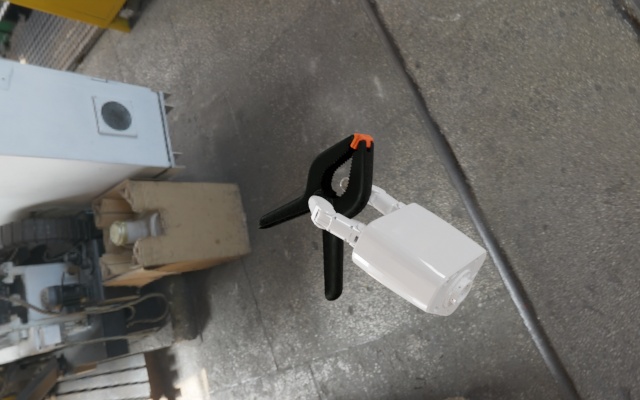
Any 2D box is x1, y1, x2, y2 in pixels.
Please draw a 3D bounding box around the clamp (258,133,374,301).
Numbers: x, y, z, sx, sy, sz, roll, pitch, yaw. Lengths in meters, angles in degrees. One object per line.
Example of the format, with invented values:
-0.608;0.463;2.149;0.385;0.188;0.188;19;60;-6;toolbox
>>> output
0.000;0.002;0.623;0.164;0.210;0.036;34;21;31;clamp
